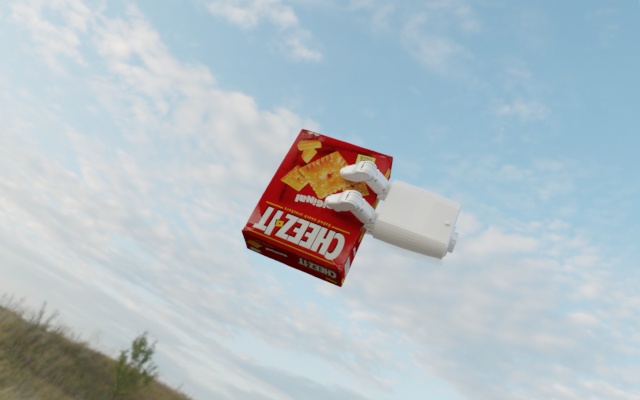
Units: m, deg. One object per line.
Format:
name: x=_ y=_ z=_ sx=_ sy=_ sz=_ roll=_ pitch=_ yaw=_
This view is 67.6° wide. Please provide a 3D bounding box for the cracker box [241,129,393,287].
cracker box: x=0.000 y=0.002 z=0.748 sx=0.164 sy=0.213 sz=0.072 roll=20 pitch=-28 yaw=14
